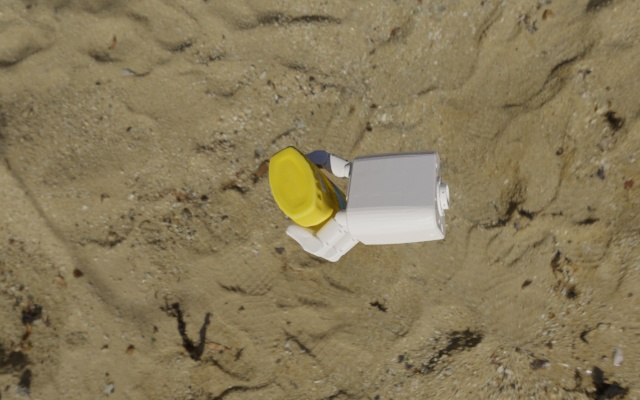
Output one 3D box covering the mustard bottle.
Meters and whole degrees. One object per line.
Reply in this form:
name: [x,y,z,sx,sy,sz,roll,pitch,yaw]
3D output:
mustard bottle: [0.000,0.002,0.647,0.058,0.096,0.192,-29,-24,12]
